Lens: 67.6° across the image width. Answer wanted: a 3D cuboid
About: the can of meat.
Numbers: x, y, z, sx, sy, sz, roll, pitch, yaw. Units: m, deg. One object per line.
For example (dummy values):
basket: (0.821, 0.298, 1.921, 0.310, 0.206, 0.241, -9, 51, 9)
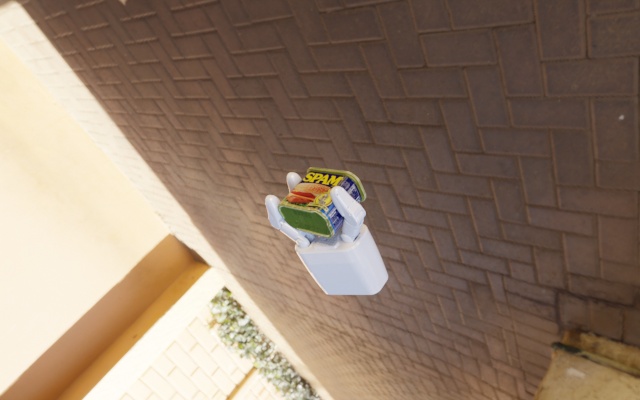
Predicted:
can of meat: (0.000, 0.002, 0.692, 0.102, 0.057, 0.084, 11, 49, 42)
